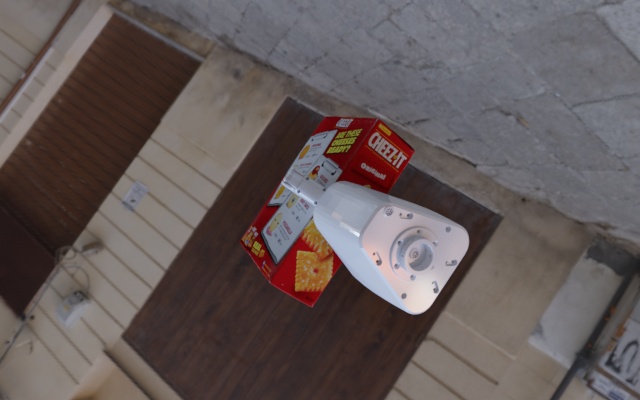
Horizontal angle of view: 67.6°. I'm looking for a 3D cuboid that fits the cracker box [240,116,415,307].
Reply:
[{"bbox_3d":[0.000,0.002,0.594,0.072,0.213,0.164,36,-3,-23],"label":"cracker box"}]
